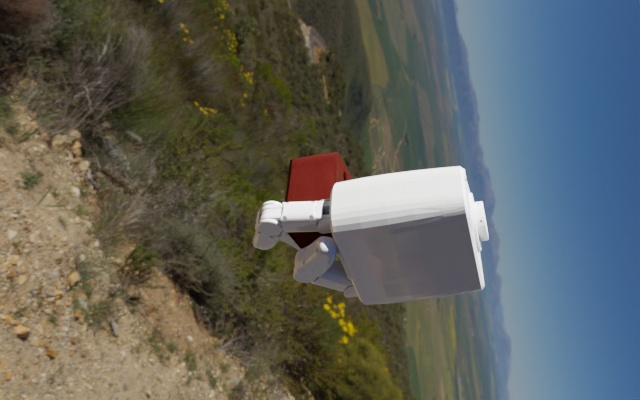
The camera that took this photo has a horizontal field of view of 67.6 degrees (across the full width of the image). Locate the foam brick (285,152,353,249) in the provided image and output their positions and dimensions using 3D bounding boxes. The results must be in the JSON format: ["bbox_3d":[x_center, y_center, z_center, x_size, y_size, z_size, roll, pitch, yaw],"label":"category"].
[{"bbox_3d":[0.000,0.001,0.454,0.051,0.078,0.053,-10,-37,20],"label":"foam brick"}]
